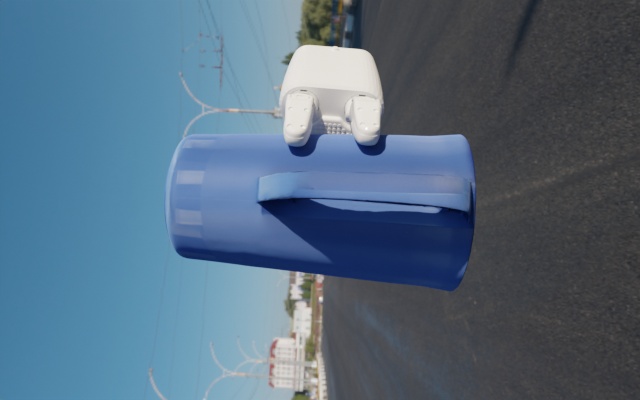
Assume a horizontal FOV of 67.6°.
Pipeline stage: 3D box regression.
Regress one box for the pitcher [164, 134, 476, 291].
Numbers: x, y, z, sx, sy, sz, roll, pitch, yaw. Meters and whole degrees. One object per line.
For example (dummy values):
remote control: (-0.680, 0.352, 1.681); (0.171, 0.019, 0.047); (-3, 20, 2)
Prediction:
pitcher: (0.000, 0.001, 0.402); (0.243, 0.149, 0.145); (3, 39, 1)
